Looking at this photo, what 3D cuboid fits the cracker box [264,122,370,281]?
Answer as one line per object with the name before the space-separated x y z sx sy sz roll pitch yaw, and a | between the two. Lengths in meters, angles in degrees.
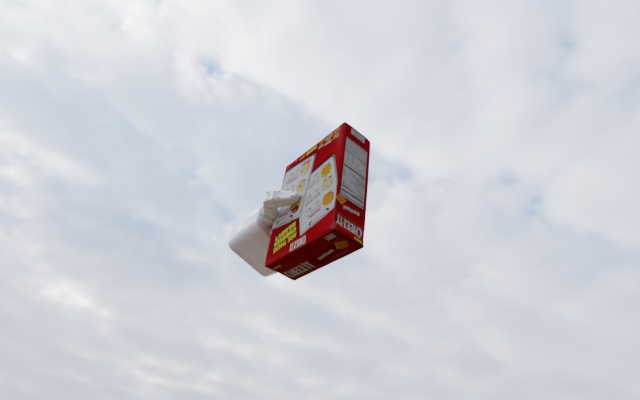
cracker box | 0.000 0.002 0.772 0.072 0.213 0.164 31 -43 -28
